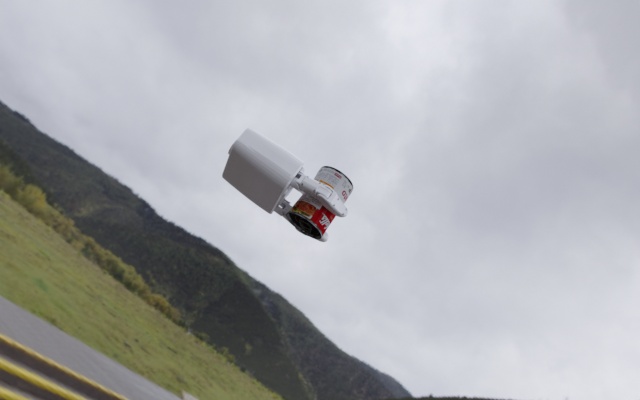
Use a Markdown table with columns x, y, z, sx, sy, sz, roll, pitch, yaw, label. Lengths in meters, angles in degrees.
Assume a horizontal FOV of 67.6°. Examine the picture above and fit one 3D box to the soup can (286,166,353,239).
| x | y | z | sx | sy | sz | roll | pitch | yaw | label |
| --- | --- | --- | --- | --- | --- | --- | --- | --- | --- |
| 0.001 | 0.003 | 0.777 | 0.068 | 0.102 | 0.068 | 30 | -23 | 14 | soup can |
